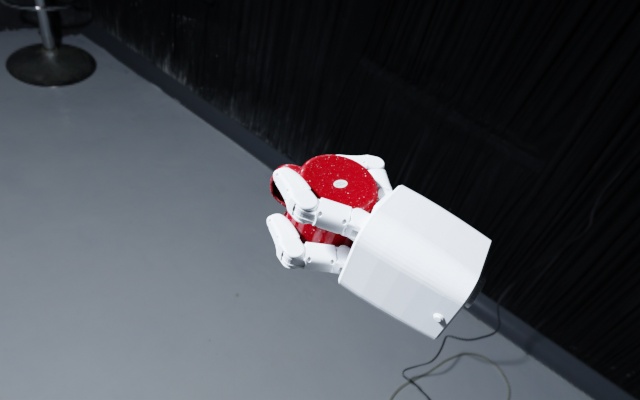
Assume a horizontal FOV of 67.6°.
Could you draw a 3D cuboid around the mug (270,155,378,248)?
[{"bbox_3d":[-0.001,0.001,0.494,0.117,0.082,0.093,31,46,13],"label":"mug"}]
